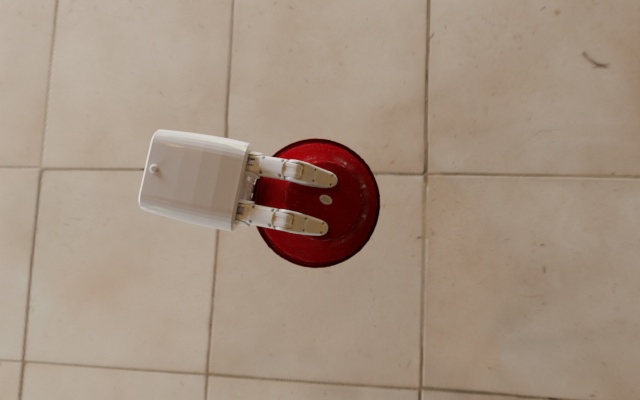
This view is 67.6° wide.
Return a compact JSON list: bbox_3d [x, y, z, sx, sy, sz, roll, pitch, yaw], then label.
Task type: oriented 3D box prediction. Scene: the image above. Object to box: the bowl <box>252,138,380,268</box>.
[{"bbox_3d":[0.001,0.002,0.568,0.162,0.162,0.055,0,-2,-9],"label":"bowl"}]
